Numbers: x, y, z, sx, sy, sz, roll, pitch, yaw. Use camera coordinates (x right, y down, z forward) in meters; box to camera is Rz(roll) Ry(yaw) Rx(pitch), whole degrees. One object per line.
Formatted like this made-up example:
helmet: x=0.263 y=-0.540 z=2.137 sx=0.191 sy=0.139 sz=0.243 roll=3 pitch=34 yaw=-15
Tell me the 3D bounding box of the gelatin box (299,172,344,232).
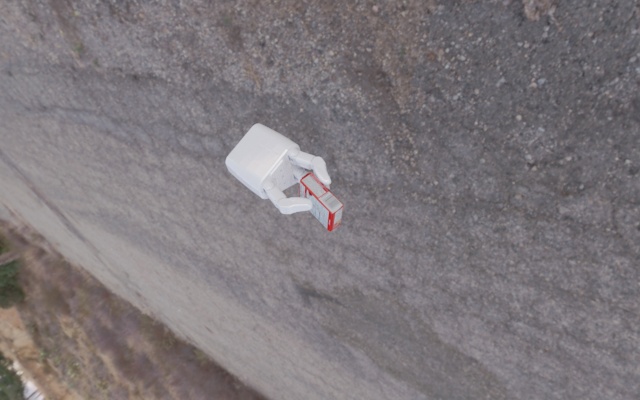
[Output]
gelatin box: x=0.000 y=0.003 z=0.842 sx=0.030 sy=0.089 sz=0.073 roll=-36 pitch=-21 yaw=-20
